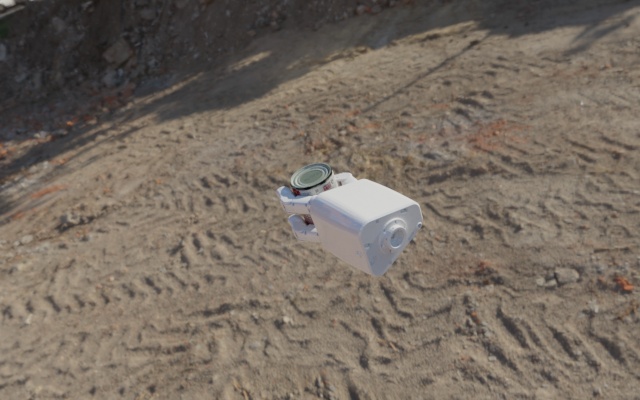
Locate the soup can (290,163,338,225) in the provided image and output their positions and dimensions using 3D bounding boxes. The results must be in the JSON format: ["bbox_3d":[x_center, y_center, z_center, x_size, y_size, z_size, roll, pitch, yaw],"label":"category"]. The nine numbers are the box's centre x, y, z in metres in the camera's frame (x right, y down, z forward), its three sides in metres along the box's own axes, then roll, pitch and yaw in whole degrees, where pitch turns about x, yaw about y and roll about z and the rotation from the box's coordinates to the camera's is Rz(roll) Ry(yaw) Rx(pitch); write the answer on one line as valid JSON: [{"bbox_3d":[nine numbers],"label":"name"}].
[{"bbox_3d":[0.000,0.002,0.734,0.068,0.102,0.068,-15,33,10],"label":"soup can"}]
